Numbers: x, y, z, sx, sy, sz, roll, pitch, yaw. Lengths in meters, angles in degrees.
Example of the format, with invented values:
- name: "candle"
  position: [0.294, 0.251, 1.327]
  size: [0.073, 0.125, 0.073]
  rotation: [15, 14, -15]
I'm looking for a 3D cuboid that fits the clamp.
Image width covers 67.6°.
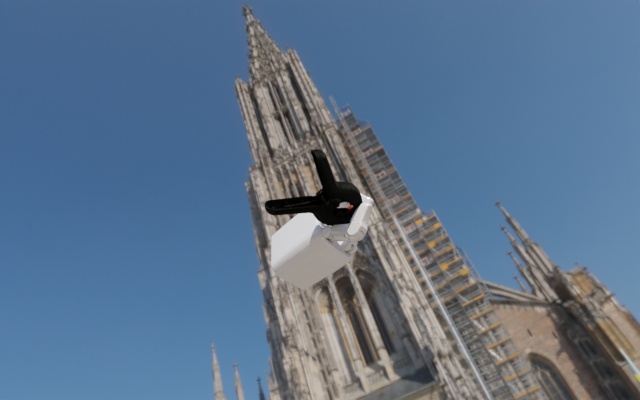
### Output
- name: "clamp"
  position: [0.000, 0.002, 0.724]
  size: [0.120, 0.039, 0.171]
  rotation: [-36, -44, 16]
